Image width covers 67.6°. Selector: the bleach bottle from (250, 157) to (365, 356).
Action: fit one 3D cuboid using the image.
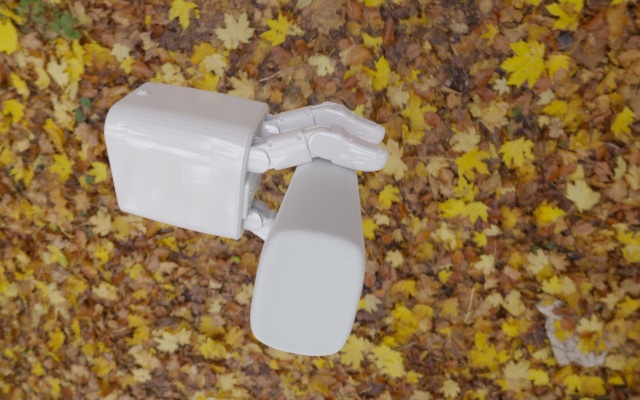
[{"bbox_3d":[0.000,0.001,0.404,0.068,0.103,0.250,11,29,-2],"label":"bleach bottle"}]
